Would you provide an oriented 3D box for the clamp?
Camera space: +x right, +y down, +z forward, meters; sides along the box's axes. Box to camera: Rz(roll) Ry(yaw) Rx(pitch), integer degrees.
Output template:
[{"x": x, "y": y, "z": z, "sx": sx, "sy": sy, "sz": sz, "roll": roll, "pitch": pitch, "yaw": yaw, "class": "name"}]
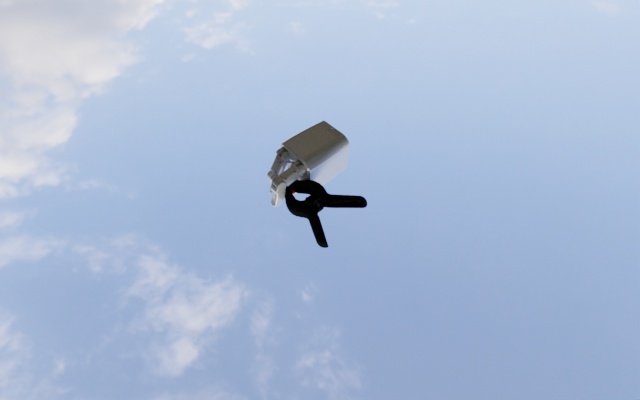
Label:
[{"x": 0.000, "y": 0.003, "z": 0.886, "sx": 0.120, "sy": 0.039, "sz": 0.171, "roll": -34, "pitch": 53, "yaw": -18, "class": "clamp"}]
